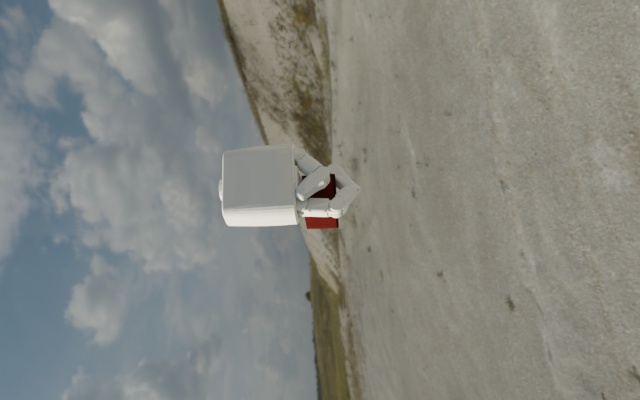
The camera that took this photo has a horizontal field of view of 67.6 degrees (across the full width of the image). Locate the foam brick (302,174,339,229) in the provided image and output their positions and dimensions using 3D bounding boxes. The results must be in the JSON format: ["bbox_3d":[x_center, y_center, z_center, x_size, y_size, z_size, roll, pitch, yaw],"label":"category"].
[{"bbox_3d":[0.000,0.003,0.738,0.051,0.053,0.078,-4,-35,2],"label":"foam brick"}]
